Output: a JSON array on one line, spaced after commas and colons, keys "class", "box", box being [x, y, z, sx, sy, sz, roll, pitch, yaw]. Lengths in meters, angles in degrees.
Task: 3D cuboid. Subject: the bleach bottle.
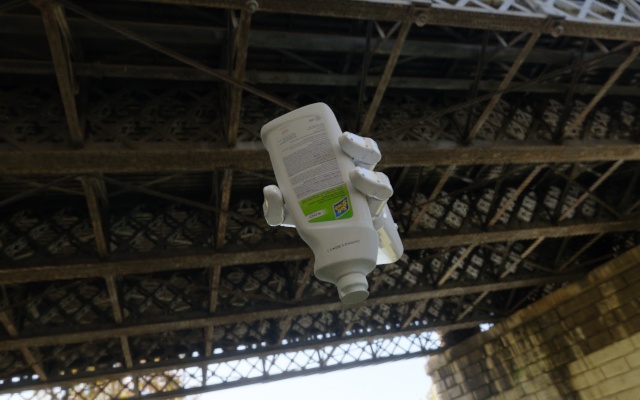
[{"class": "bleach bottle", "box": [0.000, 0.002, 0.550, 0.102, 0.250, 0.068, -22, -36, 10]}]
